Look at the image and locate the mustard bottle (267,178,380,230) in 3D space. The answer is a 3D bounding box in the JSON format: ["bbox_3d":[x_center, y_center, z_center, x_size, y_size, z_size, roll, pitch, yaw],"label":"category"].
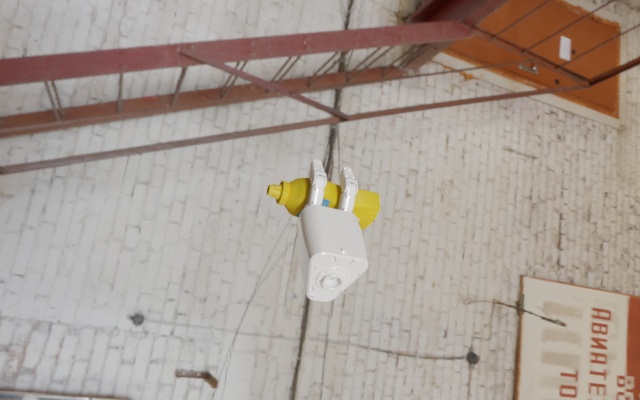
[{"bbox_3d":[0.000,0.003,0.831,0.191,0.058,0.096,13,-30,-20],"label":"mustard bottle"}]
